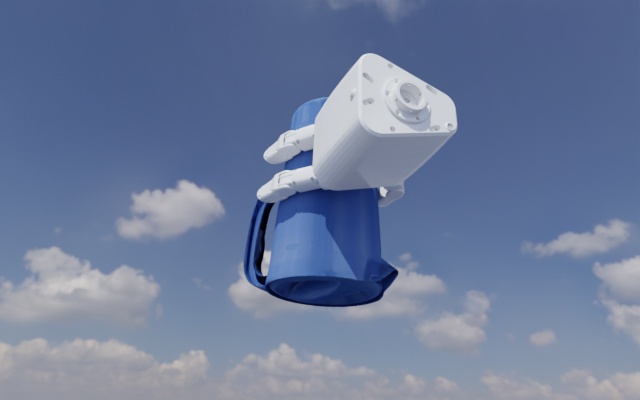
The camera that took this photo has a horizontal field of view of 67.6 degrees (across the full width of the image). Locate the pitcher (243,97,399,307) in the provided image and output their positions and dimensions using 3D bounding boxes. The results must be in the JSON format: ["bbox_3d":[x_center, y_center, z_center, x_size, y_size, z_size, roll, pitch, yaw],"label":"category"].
[{"bbox_3d":[0.000,0.002,0.584,0.149,0.242,0.145,12,-27,-17],"label":"pitcher"}]
